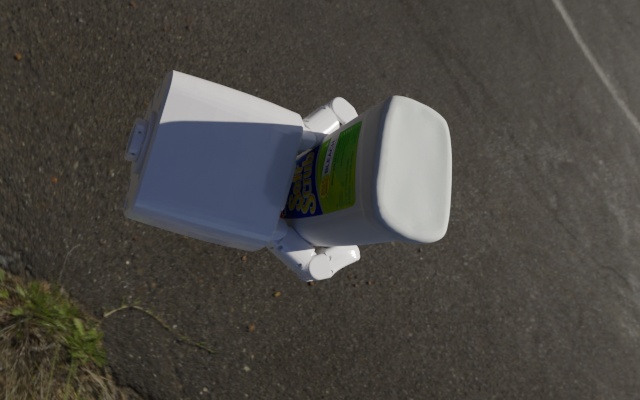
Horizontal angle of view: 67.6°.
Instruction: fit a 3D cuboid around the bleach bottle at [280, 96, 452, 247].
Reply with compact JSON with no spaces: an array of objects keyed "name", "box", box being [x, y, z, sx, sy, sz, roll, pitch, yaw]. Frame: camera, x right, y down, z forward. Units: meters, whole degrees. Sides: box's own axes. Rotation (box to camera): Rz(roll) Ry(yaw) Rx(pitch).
[{"name":"bleach bottle","box":[0.000,0.001,0.417,0.068,0.102,0.251,17,-20,-27]}]
